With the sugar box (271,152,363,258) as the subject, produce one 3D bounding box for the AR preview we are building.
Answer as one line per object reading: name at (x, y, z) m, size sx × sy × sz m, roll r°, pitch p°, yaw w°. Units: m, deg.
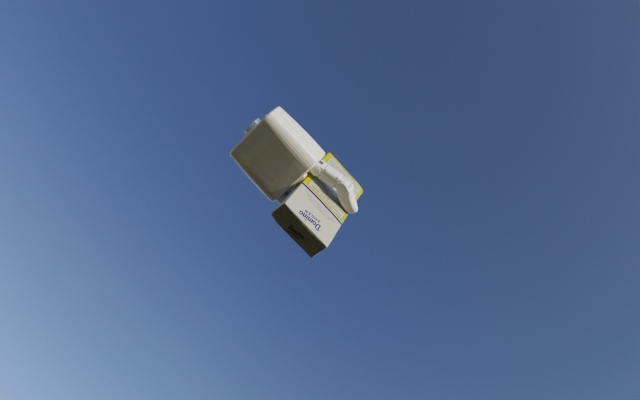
sugar box at (0.000, 0.003, 0.765) m, size 0.048 × 0.093 × 0.176 m, roll -37°, pitch 9°, yaw 40°
